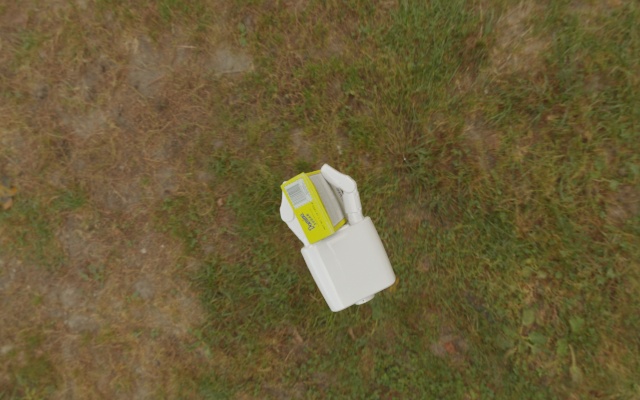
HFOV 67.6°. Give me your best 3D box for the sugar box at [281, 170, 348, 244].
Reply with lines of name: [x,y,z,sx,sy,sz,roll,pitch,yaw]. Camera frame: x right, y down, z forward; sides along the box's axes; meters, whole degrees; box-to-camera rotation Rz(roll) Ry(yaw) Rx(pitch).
sugar box: [0.000,0.003,0.723,0.048,0.093,0.176,-26,0,11]
